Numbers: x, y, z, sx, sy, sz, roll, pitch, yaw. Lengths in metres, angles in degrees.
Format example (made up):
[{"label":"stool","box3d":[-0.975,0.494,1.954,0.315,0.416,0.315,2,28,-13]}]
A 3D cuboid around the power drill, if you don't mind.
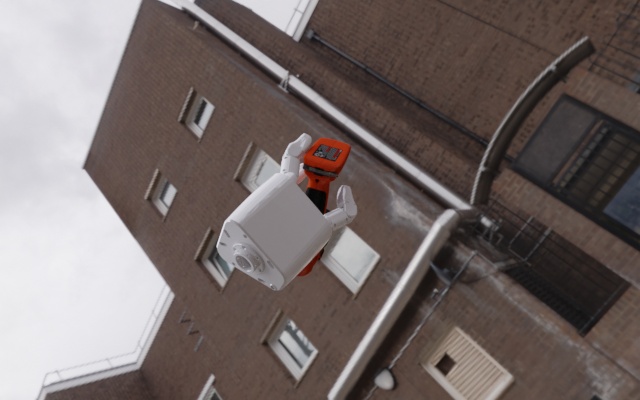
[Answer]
[{"label":"power drill","box3d":[0.000,0.002,0.747,0.057,0.188,0.184,14,27,7]}]
